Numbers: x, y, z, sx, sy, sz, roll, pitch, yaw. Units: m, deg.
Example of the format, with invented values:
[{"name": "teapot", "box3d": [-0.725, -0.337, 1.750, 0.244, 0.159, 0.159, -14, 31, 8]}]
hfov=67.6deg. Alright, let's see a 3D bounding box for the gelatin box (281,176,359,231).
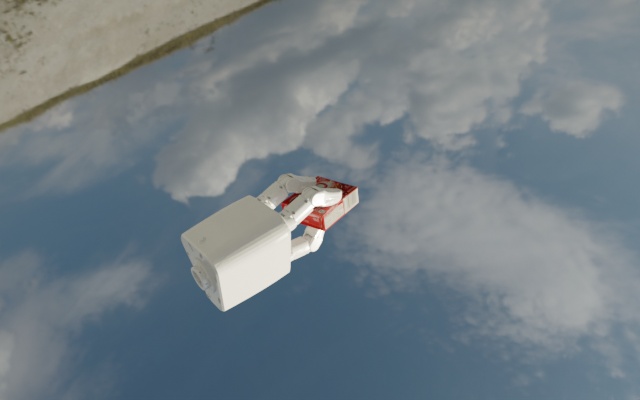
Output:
[{"name": "gelatin box", "box3d": [0.000, 0.002, 0.678, 0.073, 0.030, 0.089, 17, 38, 34]}]
